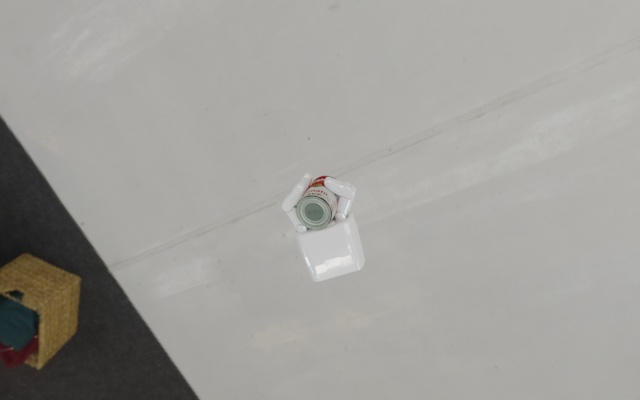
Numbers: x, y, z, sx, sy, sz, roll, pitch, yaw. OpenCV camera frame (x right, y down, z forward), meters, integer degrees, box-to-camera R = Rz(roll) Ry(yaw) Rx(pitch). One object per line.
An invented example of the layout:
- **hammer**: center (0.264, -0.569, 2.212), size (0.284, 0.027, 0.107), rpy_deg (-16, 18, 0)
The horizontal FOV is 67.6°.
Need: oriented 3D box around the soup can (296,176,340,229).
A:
- **soup can**: center (0.000, 0.003, 0.888), size (0.068, 0.068, 0.102), rpy_deg (0, 23, 16)
